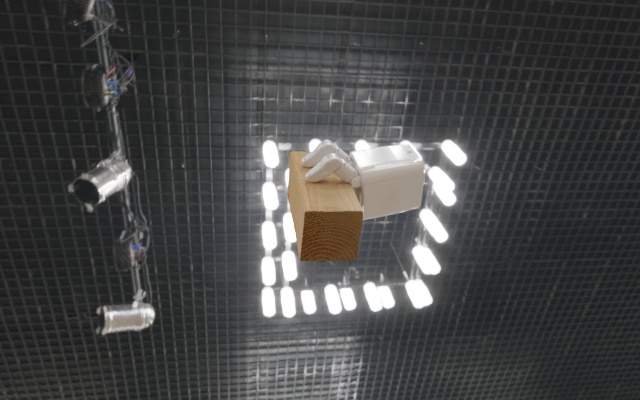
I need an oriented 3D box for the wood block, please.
[{"bbox_3d":[0.000,0.003,0.789,0.090,0.091,0.206,0,30,-10],"label":"wood block"}]
